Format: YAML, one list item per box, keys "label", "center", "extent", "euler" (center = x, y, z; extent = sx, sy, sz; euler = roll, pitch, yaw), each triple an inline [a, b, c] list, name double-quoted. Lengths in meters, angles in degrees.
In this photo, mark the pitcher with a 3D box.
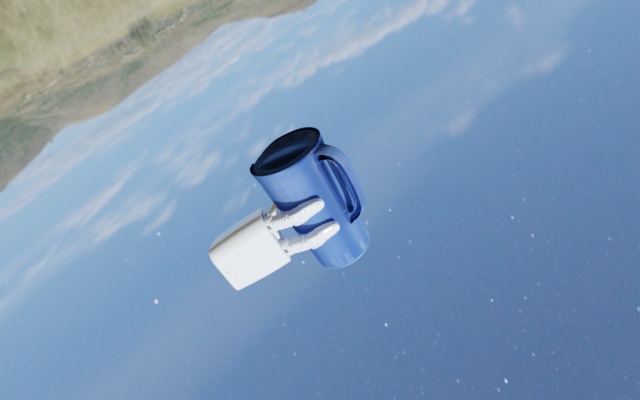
- label: "pitcher"
  center: [0.000, 0.003, 0.832]
  extent: [0.145, 0.243, 0.149]
  euler: [-32, 29, 1]
